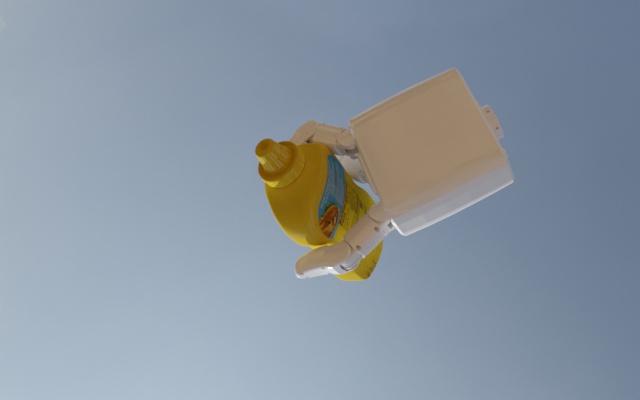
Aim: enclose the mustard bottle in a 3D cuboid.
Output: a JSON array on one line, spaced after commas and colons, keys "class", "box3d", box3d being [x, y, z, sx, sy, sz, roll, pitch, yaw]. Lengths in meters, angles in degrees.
[{"class": "mustard bottle", "box3d": [0.000, 0.002, 0.456, 0.058, 0.096, 0.192, -5, -30, 30]}]
